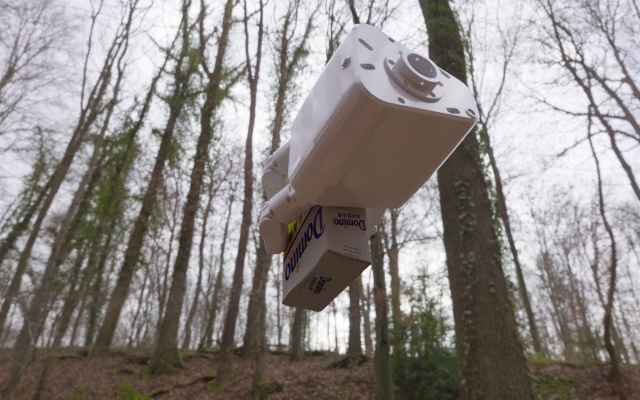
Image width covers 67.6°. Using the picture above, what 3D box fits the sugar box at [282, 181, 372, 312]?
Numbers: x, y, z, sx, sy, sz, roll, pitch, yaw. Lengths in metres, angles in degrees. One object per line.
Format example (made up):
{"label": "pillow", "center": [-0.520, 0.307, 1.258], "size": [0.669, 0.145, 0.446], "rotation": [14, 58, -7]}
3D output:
{"label": "sugar box", "center": [0.000, 0.001, 0.441], "size": [0.048, 0.176, 0.093], "rotation": [18, -43, -19]}
